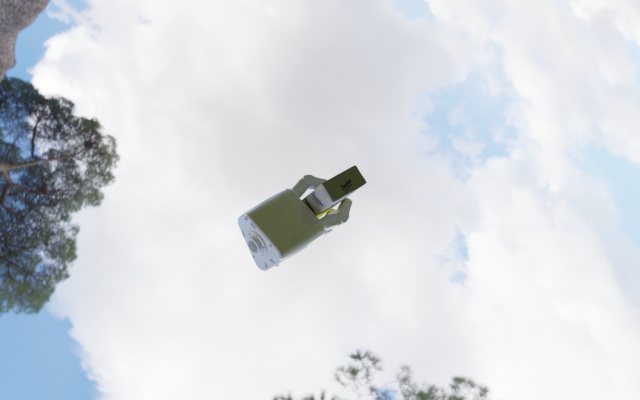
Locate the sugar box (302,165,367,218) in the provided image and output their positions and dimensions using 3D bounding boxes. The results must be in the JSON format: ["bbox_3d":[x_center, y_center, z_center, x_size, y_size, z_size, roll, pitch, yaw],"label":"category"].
[{"bbox_3d":[0.000,0.003,0.891,0.093,0.048,0.176,-30,-2,-38],"label":"sugar box"}]
